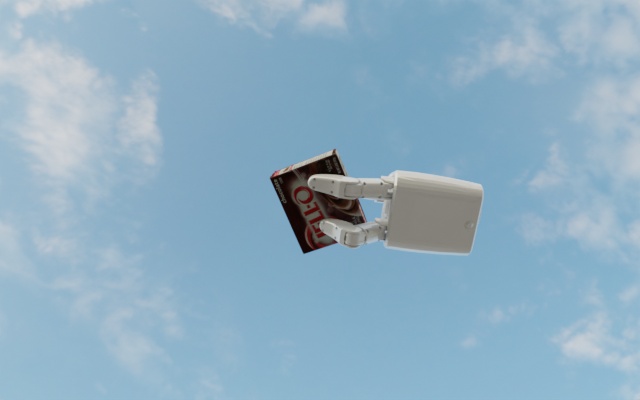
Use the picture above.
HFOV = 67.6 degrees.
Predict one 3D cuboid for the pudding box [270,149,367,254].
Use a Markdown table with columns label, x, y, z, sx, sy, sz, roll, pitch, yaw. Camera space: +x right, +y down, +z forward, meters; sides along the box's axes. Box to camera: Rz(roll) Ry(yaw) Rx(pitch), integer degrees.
| label | x | y | z | sx | sy | sz | roll | pitch | yaw |
| --- | --- | --- | --- | --- | --- | --- | --- | --- | --- |
| pudding box | 0.000 | 0.002 | 0.605 | 0.090 | 0.113 | 0.039 | -20 | 14 | 12 |
